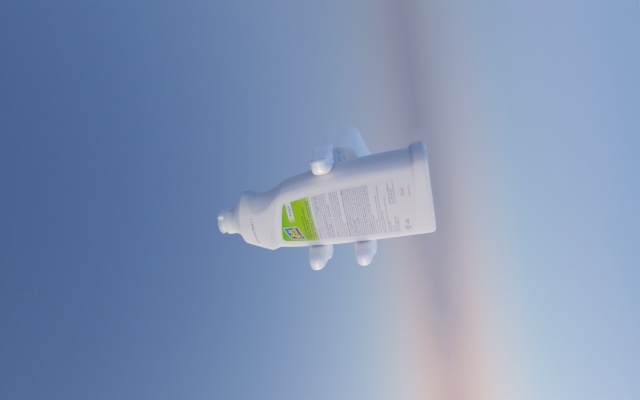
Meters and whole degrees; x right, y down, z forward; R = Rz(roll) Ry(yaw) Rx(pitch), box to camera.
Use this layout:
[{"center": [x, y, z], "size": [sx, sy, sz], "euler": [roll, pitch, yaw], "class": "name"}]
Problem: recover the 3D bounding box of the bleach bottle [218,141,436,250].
[{"center": [0.000, 0.002, 0.551], "size": [0.251, 0.103, 0.068], "euler": [-8, 23, 13], "class": "bleach bottle"}]
